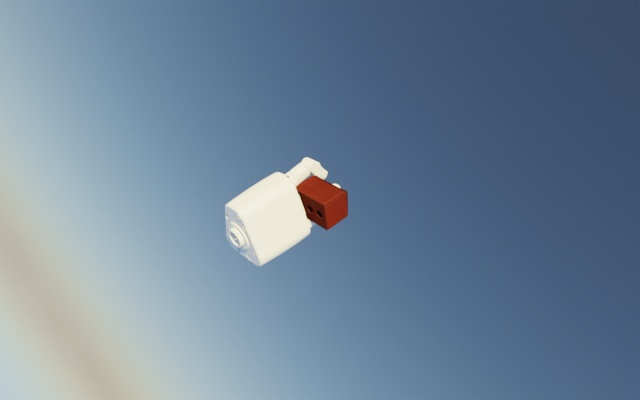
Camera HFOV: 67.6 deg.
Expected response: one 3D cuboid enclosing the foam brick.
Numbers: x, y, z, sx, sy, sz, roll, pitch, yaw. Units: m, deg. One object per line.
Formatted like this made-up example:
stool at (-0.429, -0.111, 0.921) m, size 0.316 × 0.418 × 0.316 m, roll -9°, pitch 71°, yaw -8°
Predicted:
foam brick at (0.000, 0.003, 0.782) m, size 0.051 × 0.053 × 0.078 m, roll -33°, pitch 44°, yaw -32°
